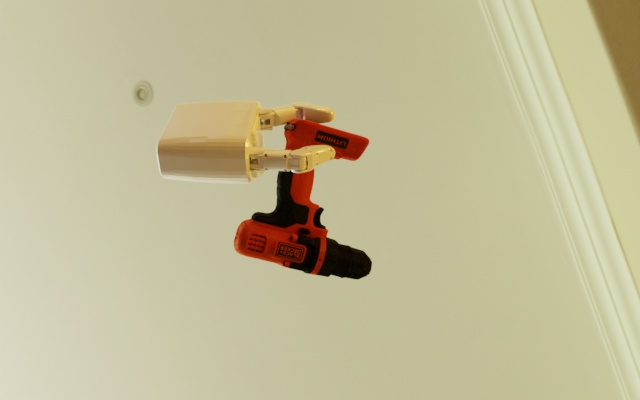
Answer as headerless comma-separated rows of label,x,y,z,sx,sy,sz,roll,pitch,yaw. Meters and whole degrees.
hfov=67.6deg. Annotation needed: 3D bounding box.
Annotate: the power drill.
power drill,0.000,0.001,0.607,0.184,0.187,0.057,15,3,-17
